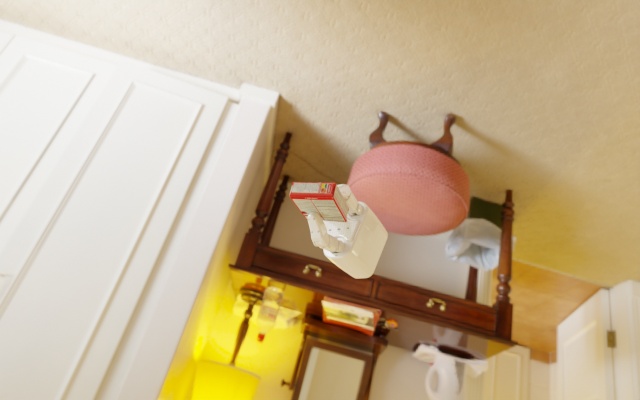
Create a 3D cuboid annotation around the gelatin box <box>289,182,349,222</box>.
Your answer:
[{"bbox_3d":[0.000,0.003,0.770,0.073,0.030,0.089,2,-27,21],"label":"gelatin box"}]
